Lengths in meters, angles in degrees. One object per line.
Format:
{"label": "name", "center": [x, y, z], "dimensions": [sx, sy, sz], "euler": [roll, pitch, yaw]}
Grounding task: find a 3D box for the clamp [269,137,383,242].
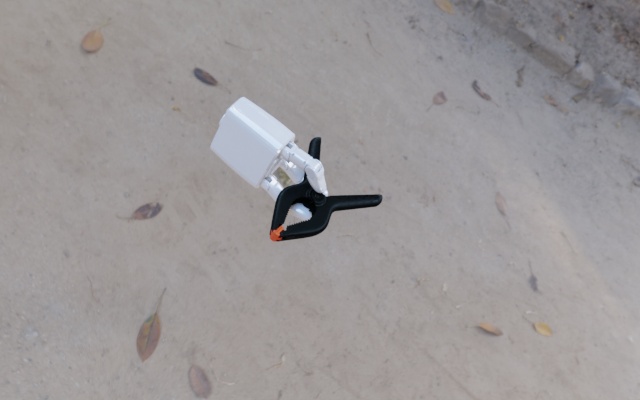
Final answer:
{"label": "clamp", "center": [0.000, 0.002, 0.793], "dimensions": [0.164, 0.210, 0.036], "euler": [38, -33, 3]}
